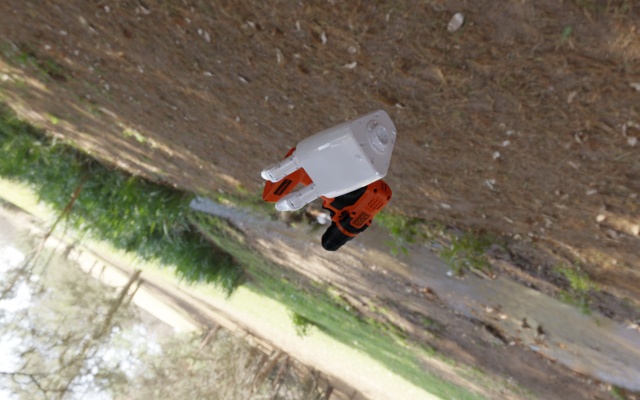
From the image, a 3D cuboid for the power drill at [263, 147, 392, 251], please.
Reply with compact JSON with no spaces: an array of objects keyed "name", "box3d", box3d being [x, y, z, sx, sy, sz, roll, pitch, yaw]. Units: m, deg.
[{"name":"power drill","box3d":[0.000,0.002,0.816,0.188,0.057,0.184,25,-51,-19]}]
